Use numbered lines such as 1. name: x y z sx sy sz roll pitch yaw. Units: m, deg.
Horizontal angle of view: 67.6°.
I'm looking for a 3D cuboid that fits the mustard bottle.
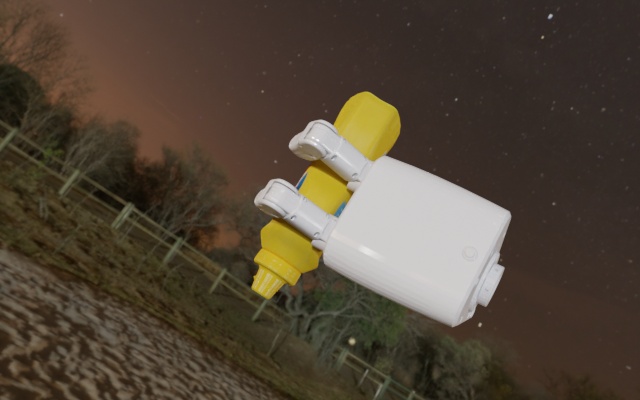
1. mustard bottle: 0.000 0.001 0.424 0.058 0.191 0.096 32 -14 2
